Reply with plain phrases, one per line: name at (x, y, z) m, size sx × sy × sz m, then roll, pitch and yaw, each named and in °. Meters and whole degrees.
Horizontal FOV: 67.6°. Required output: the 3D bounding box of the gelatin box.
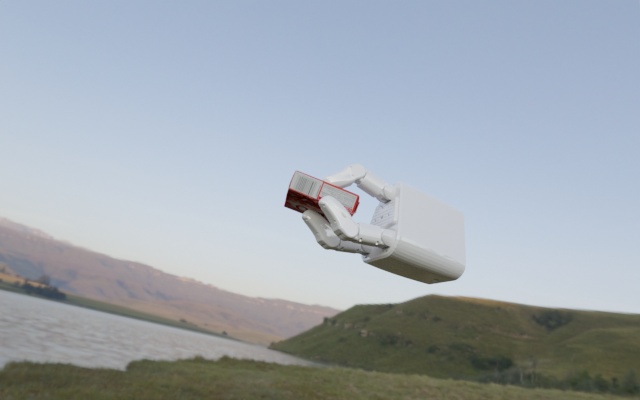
gelatin box at (0.000, 0.001, 0.617) m, size 0.089 × 0.030 × 0.073 m, roll 22°, pitch -20°, yaw -1°
